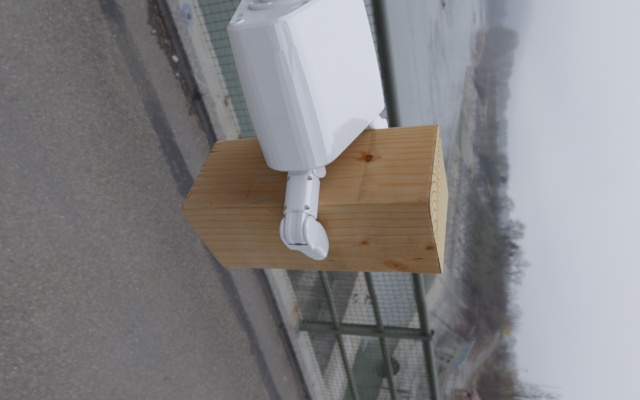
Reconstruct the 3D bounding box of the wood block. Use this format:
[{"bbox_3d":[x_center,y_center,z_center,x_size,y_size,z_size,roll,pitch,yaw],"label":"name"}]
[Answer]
[{"bbox_3d":[0.000,0.001,0.419,0.206,0.090,0.090,-1,-42,21],"label":"wood block"}]
